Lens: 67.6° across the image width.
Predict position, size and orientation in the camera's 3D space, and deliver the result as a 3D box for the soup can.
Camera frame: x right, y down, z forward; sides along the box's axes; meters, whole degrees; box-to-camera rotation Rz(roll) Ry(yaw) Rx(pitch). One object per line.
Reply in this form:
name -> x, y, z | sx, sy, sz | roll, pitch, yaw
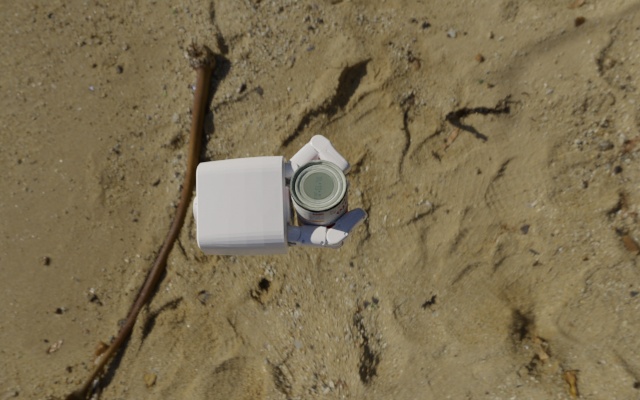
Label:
soup can -> 0.001, 0.002, 0.586 | 0.068, 0.068, 0.102 | 0, -24, 3
